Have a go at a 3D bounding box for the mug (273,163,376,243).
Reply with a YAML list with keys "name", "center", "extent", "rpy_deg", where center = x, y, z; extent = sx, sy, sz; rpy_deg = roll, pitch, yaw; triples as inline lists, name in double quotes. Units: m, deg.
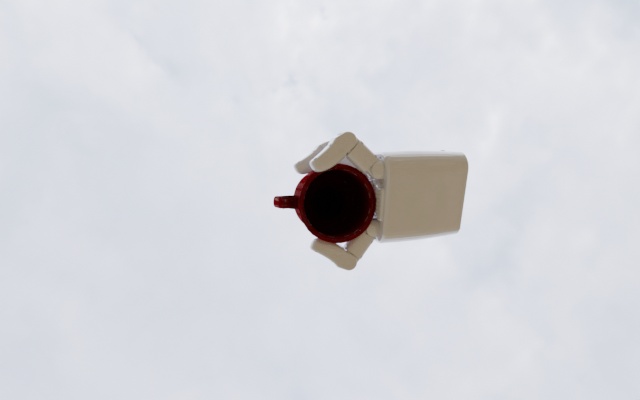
- name: "mug"
  center: [-0.001, 0.002, 0.589]
  extent: [0.117, 0.093, 0.081]
  rpy_deg: [-3, 4, -13]
